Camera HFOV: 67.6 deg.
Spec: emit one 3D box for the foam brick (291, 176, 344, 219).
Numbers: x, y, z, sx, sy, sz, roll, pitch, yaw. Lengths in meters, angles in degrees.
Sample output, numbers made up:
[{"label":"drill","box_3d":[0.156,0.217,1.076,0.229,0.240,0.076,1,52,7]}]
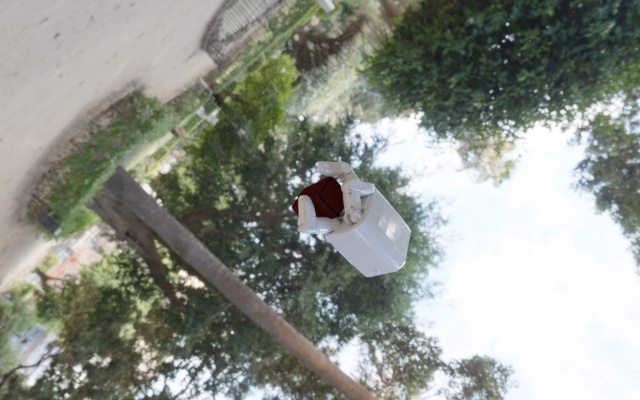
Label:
[{"label":"foam brick","box_3d":[0.000,0.003,0.795,0.078,0.051,0.053,-23,26,49]}]
